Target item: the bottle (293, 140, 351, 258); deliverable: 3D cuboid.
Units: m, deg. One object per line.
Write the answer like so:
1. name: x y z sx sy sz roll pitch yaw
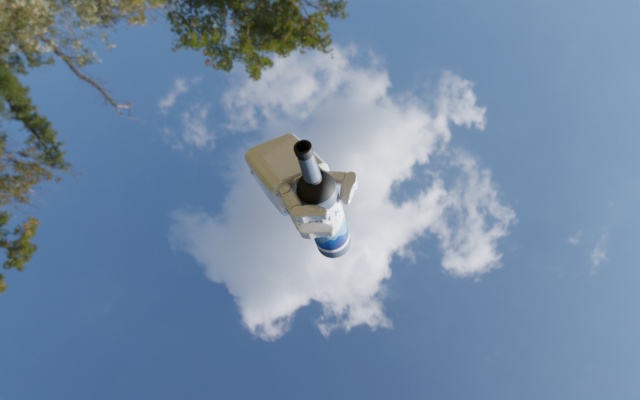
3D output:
1. bottle: 0.000 0.003 0.807 0.069 0.069 0.296 0 -33 12
